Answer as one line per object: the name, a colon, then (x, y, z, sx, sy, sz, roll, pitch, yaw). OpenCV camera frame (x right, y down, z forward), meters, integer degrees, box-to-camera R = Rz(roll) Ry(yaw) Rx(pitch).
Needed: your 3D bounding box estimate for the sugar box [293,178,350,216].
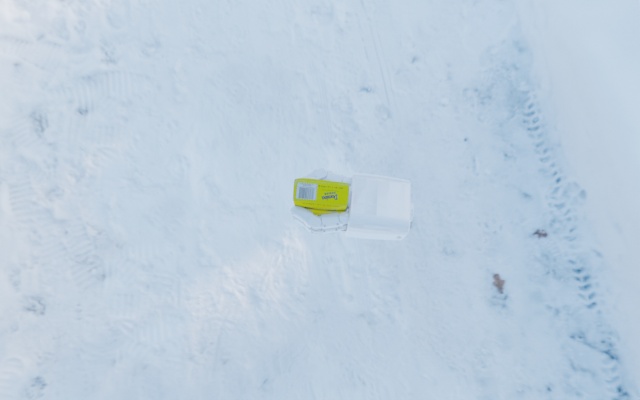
sugar box: (0.000, 0.003, 0.870, 0.093, 0.048, 0.176, 6, -13, 1)
